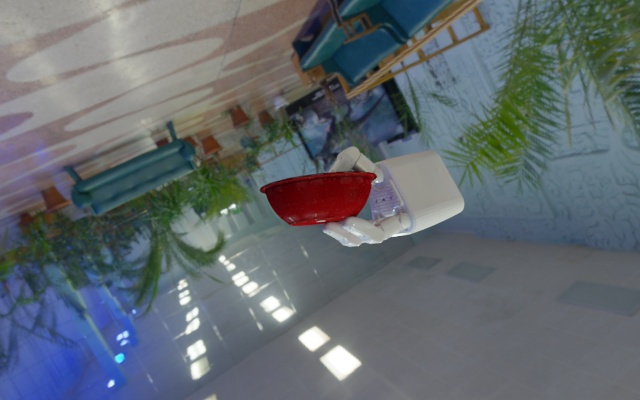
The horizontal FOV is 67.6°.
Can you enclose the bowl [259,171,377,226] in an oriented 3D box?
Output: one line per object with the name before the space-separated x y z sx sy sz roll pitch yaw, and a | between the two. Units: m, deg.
bowl | -0.001 0.003 0.651 0.162 0.055 0.162 -6 -6 -1
